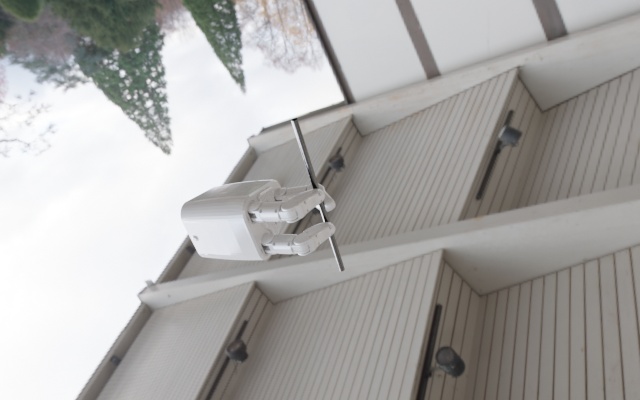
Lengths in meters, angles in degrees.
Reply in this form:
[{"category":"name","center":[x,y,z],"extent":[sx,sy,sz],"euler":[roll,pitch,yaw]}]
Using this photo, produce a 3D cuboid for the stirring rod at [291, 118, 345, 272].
[{"category":"stirring rod","center":[0.000,0.002,0.627],"extent":[0.011,0.240,0.011],"euler":[-13,32,8]}]
